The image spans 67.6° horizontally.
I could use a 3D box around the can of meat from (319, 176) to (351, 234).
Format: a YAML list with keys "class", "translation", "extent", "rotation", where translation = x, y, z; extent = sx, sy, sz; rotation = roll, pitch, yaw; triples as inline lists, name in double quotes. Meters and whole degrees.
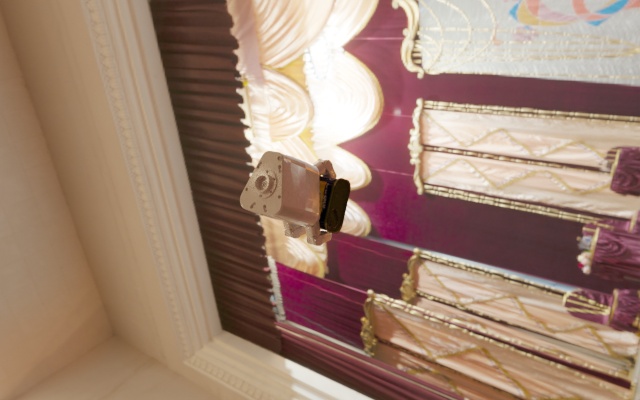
- class: "can of meat"
  translation: [0.000, 0.003, 0.892]
  extent: [0.084, 0.102, 0.057]
  rotation: [12, 0, 33]
